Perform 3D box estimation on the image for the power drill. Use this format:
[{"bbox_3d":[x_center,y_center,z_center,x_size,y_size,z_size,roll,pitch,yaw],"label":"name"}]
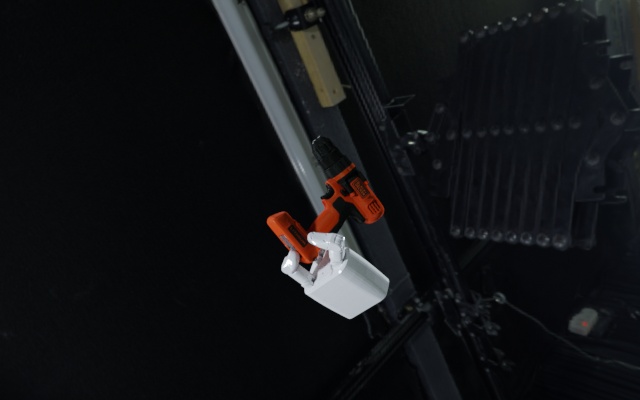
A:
[{"bbox_3d":[0.000,0.003,0.836,0.187,0.184,0.057,-41,5,-19],"label":"power drill"}]
